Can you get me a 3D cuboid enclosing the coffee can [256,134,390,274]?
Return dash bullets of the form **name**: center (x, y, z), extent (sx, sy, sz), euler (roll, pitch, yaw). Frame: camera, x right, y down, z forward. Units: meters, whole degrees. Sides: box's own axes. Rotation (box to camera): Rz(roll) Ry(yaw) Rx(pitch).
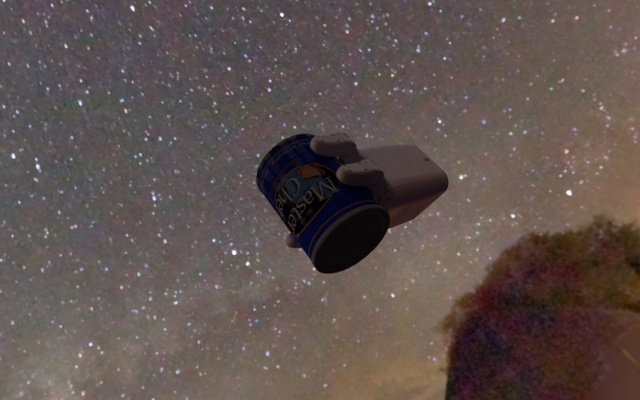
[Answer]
- **coffee can**: center (0.000, 0.002, 0.570), extent (0.103, 0.103, 0.140), euler (0, 41, -44)
